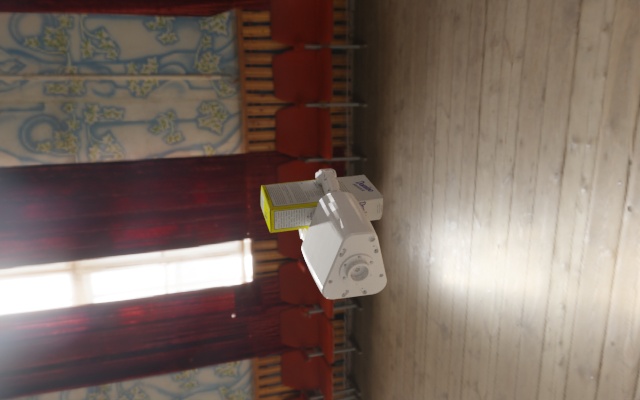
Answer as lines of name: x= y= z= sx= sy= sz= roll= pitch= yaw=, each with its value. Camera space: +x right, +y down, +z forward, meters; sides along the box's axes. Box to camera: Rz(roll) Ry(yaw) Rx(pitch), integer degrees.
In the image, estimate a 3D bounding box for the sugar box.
sugar box: x=0.000 y=0.003 z=0.745 sx=0.176 sy=0.048 sz=0.093 roll=-4 pitch=27 yaw=-15
